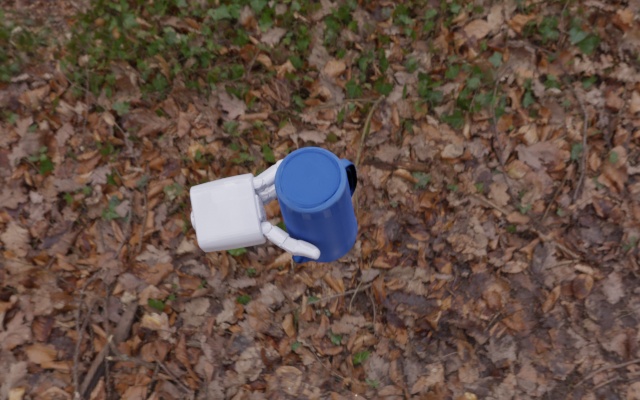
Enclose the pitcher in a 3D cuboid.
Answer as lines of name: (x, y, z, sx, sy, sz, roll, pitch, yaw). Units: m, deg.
pitcher: (0.000, 0.003, 0.805, 0.145, 0.149, 0.243, -9, -22, 1)
